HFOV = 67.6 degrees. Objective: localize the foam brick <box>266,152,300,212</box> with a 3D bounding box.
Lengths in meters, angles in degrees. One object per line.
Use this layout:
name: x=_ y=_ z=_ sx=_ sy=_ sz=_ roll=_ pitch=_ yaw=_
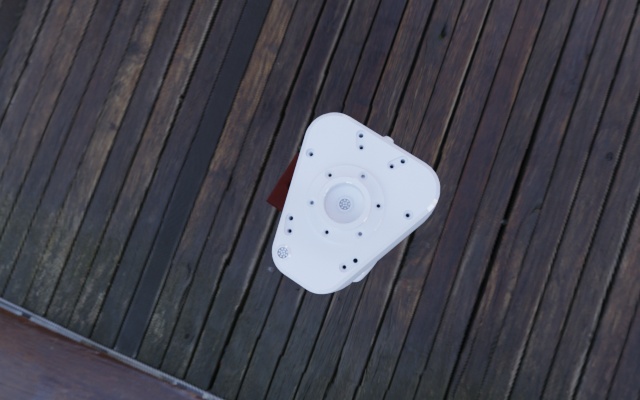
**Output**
foam brick: x=0.000 y=0.001 z=0.427 sx=0.078 sy=0.053 sz=0.051 roll=33 pitch=-1 yaw=8
